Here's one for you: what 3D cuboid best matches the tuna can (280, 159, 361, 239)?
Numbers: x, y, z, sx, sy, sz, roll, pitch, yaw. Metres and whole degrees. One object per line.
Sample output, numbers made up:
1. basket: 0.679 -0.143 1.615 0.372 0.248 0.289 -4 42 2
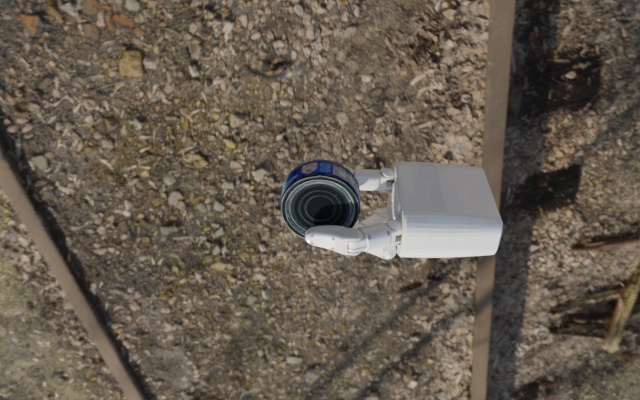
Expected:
1. tuna can: 0.000 0.002 0.510 0.086 0.086 0.033 0 32 2
